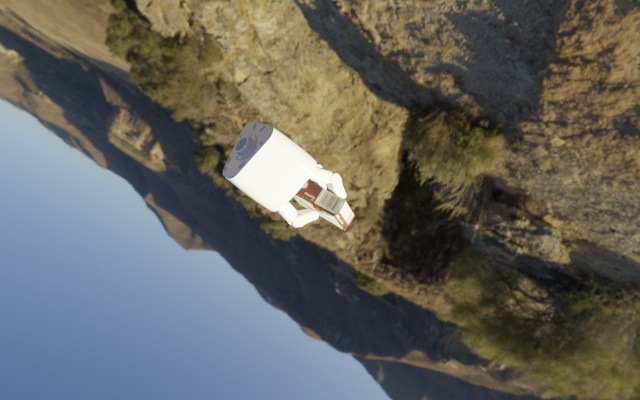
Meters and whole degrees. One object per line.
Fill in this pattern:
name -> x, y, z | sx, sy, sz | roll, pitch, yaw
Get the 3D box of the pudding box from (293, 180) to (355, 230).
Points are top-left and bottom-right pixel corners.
pudding box -> 0.000, 0.003, 0.872 | 0.113, 0.039, 0.090 | 31, -8, 23
